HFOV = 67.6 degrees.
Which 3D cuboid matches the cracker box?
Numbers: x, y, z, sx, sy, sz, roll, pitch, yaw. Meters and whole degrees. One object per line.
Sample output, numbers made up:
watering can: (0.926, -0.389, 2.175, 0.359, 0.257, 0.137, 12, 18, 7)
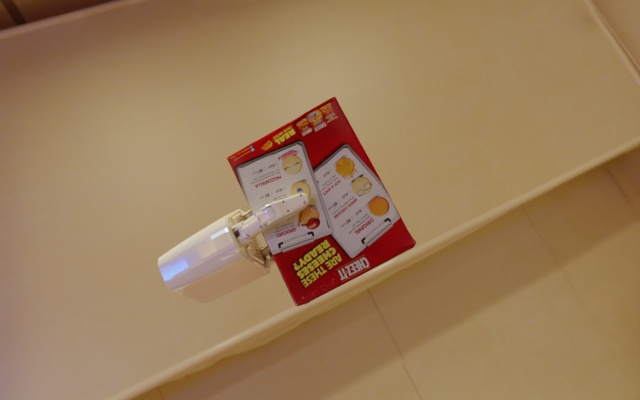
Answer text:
cracker box: (0.000, 0.002, 0.617, 0.164, 0.213, 0.072, -29, -12, 7)
